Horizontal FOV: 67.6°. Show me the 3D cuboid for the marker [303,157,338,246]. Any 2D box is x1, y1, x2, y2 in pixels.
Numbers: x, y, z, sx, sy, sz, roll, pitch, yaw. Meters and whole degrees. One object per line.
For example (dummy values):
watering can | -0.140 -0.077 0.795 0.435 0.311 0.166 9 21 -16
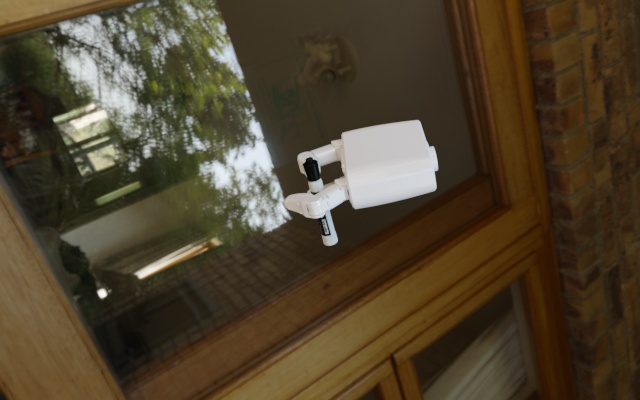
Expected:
marker | 0.000 0.002 0.600 0.020 0.121 0.020 -12 26 6
